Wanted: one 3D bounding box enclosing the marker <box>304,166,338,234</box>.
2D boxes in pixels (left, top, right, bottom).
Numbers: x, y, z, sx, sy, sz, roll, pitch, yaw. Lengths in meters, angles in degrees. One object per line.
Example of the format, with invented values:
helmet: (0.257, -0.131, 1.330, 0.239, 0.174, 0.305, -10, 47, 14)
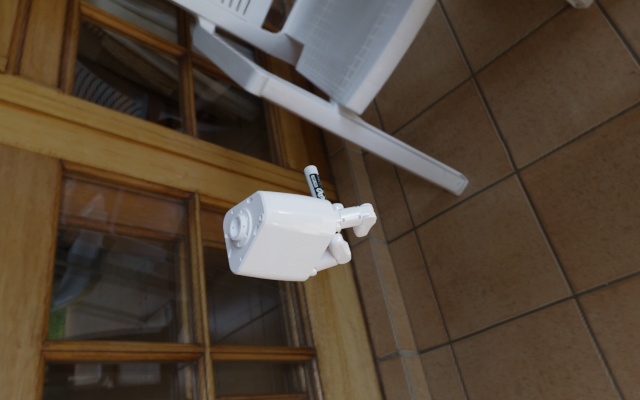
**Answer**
marker: (0.000, 0.002, 0.665, 0.020, 0.121, 0.020, -12, -34, -9)
